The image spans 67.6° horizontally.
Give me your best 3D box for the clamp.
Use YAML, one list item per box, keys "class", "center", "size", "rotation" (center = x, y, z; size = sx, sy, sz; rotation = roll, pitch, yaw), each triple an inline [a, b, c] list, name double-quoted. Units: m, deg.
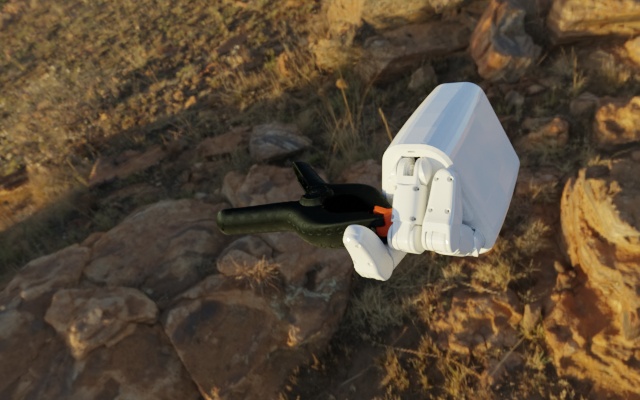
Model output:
- class: "clamp"
  center: [0.000, 0.001, 0.436]
  size: [0.171, 0.039, 0.120]
  rotation: [8, 42, 33]
